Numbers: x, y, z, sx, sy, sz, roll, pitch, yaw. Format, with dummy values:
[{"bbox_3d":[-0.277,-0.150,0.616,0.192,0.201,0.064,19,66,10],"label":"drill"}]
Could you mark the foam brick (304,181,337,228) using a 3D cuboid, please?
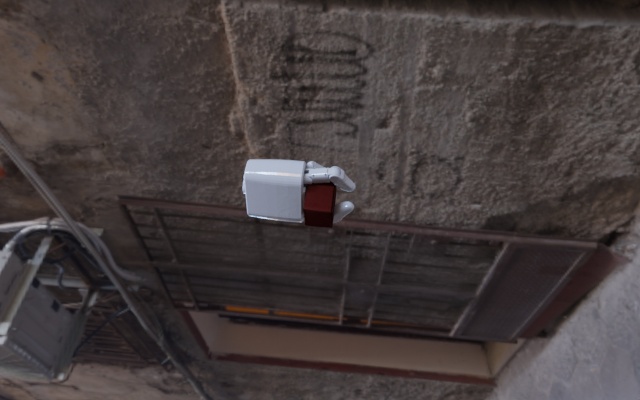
[{"bbox_3d":[0.000,0.003,0.858,0.051,0.078,0.053,5,-36,4],"label":"foam brick"}]
